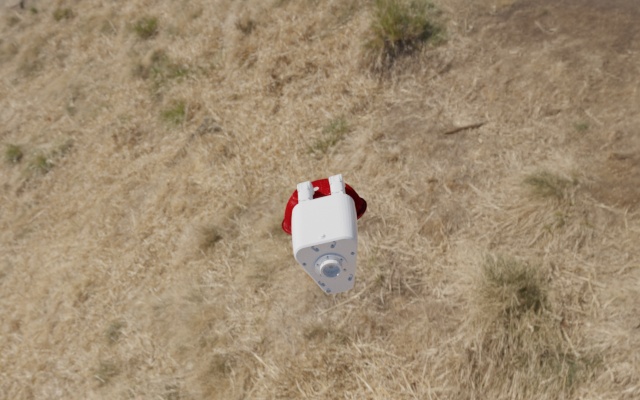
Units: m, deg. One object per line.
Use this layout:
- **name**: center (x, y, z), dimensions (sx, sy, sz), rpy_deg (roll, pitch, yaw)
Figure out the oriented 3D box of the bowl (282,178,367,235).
- **bowl**: center (0.000, 0.002, 0.864), dimensions (0.162, 0.055, 0.162), rpy_deg (-14, 22, 6)
